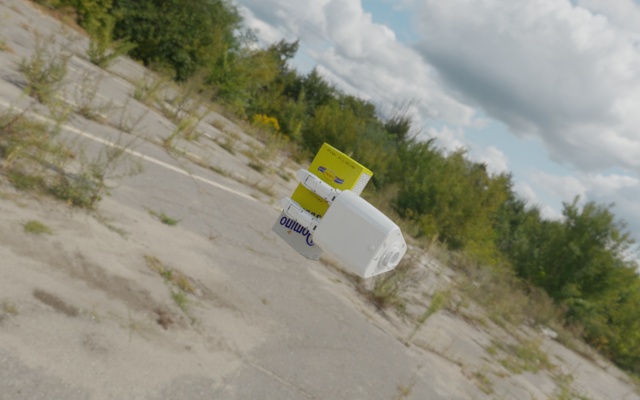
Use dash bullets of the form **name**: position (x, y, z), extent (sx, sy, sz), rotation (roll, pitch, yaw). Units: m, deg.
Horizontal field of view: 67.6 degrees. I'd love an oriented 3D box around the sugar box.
- **sugar box**: position (0.000, 0.002, 0.798), extent (0.093, 0.176, 0.048), rotation (36, 7, 31)
